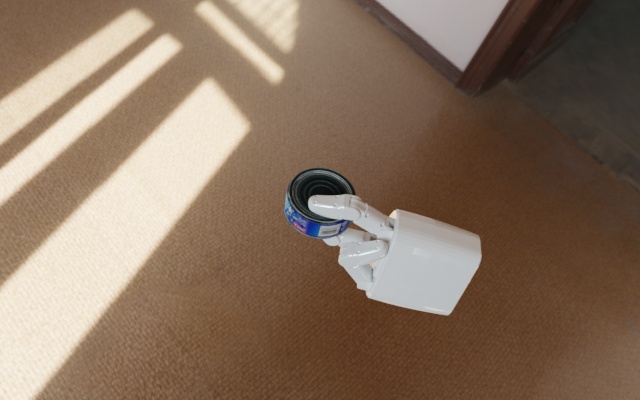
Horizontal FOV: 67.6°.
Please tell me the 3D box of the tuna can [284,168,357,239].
[{"bbox_3d":[0.000,0.002,0.576,0.086,0.086,0.034,0,-37,-12],"label":"tuna can"}]
